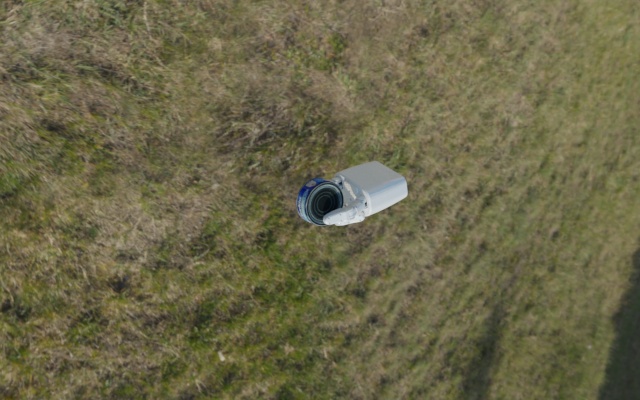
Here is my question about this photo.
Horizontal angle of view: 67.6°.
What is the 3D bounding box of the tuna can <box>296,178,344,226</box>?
[{"bbox_3d":[0.000,0.003,0.876,0.086,0.086,0.033,0,14,-34],"label":"tuna can"}]
